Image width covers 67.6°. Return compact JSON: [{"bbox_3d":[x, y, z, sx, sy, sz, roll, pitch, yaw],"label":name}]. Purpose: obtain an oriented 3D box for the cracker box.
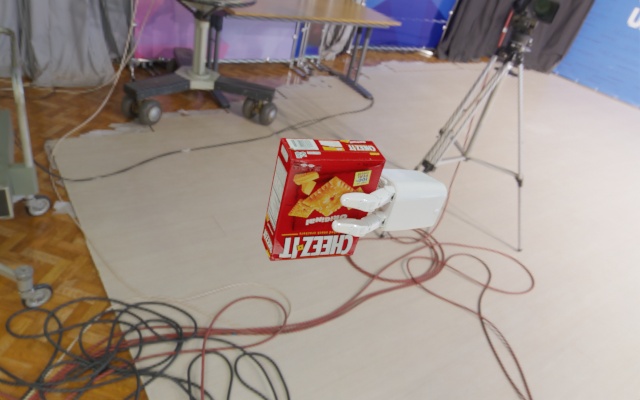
[{"bbox_3d":[0.000,0.002,0.811,0.164,0.214,0.072,-1,37,-22],"label":"cracker box"}]
